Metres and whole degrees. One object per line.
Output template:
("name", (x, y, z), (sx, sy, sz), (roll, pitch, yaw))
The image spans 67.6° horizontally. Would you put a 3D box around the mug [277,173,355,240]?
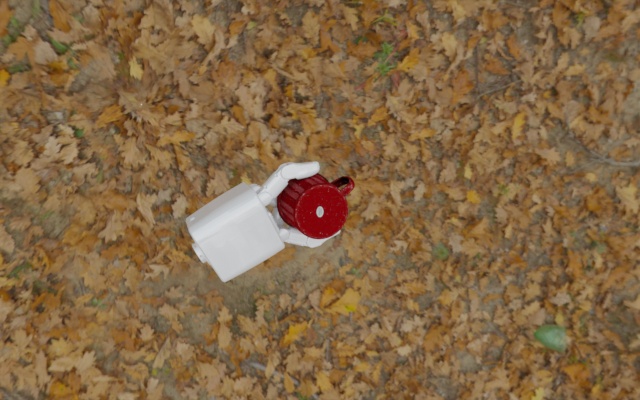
("mug", (0.001, 0.002, 0.700), (0.117, 0.093, 0.081), (-32, 20, -10))
